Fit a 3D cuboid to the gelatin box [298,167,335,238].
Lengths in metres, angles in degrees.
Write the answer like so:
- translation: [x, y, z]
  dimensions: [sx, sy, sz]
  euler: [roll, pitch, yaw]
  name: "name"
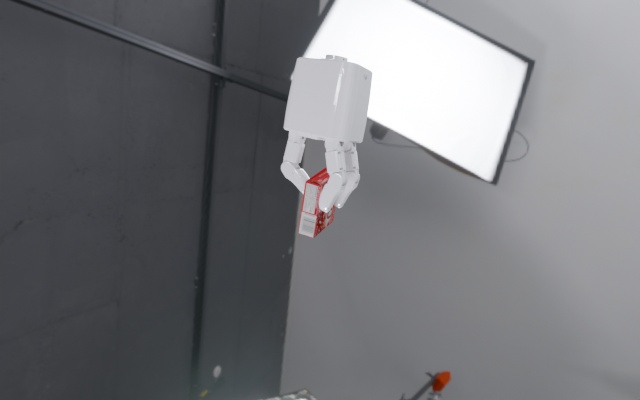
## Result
- translation: [0.000, 0.003, 0.722]
  dimensions: [0.030, 0.089, 0.073]
  euler: [18, 25, 19]
  name: "gelatin box"
